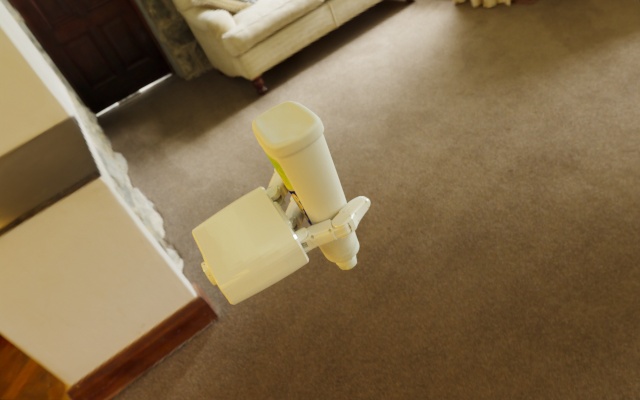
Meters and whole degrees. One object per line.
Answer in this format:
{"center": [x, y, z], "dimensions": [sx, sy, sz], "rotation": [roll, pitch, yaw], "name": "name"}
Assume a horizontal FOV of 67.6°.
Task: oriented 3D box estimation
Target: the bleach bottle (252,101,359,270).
{"center": [0.000, 0.002, 0.607], "dimensions": [0.068, 0.251, 0.102], "rotation": [-31, 37, -8], "name": "bleach bottle"}
